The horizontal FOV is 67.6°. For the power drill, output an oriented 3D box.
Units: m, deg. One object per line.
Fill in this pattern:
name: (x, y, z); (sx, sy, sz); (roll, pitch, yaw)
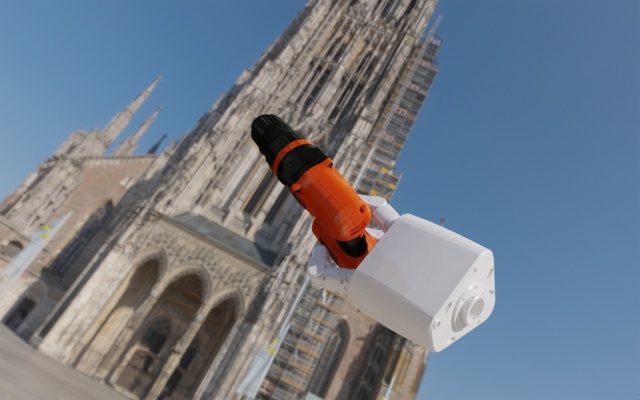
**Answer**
power drill: (0.000, 0.002, 0.546); (0.057, 0.184, 0.188); (-37, -33, -4)
